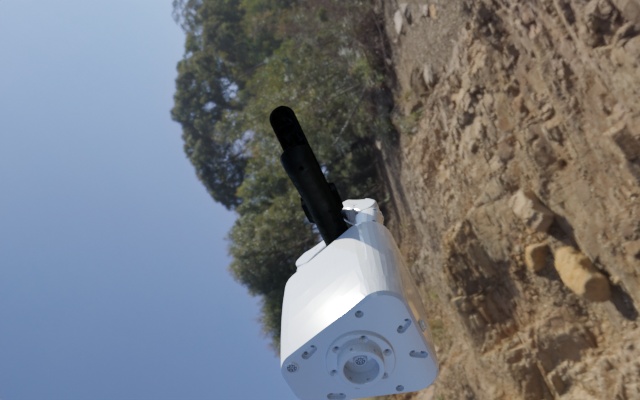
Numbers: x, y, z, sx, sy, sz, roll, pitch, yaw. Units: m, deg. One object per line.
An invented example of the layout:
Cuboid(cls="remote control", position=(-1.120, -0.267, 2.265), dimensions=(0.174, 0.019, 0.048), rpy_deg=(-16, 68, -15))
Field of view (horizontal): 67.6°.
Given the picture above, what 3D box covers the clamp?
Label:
Cuboid(cls="clamp", position=(0.000, 0.002, 0.430), dimensions=(0.039, 0.171, 0.120), rpy_deg=(-25, 20, 8))
